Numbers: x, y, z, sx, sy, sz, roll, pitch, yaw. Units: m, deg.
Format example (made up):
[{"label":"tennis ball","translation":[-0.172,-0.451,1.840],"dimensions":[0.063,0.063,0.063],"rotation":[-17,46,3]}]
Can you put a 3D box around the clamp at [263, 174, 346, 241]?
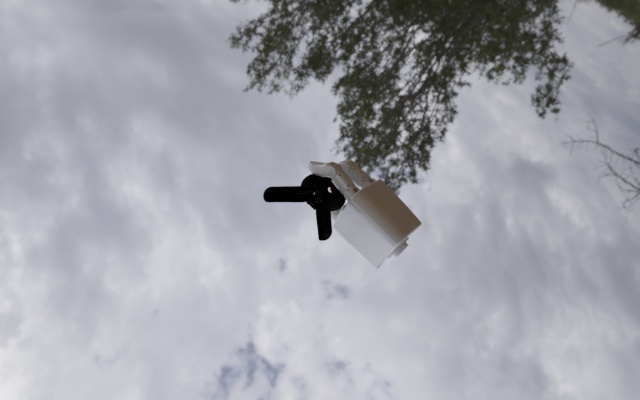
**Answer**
[{"label":"clamp","translation":[0.000,0.003,0.765],"dimensions":[0.171,0.120,0.039],"rotation":[-27,-22,-51]}]
